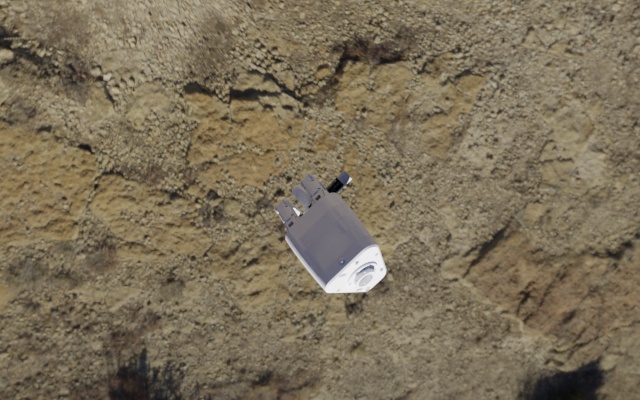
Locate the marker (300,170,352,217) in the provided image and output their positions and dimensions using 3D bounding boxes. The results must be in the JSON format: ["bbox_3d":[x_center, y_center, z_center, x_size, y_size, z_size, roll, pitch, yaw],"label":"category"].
[{"bbox_3d":[0.000,0.002,0.739,0.020,0.121,0.020,44,8,-8],"label":"marker"}]
